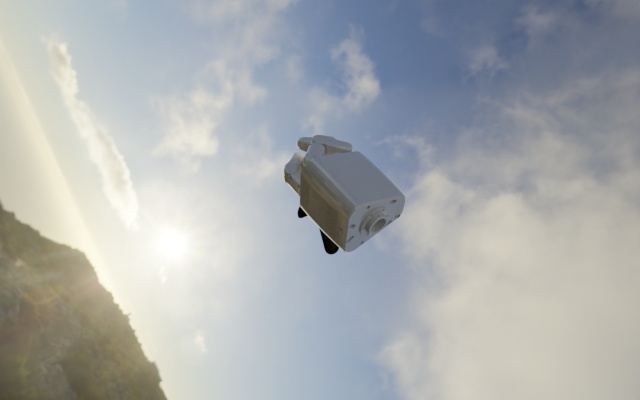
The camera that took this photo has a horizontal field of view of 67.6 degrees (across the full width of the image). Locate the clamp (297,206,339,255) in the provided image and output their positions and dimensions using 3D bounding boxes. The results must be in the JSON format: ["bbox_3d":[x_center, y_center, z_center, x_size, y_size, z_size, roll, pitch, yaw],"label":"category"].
[{"bbox_3d":[0.001,0.002,0.763,0.039,0.172,0.120,-25,52,-25],"label":"clamp"}]
